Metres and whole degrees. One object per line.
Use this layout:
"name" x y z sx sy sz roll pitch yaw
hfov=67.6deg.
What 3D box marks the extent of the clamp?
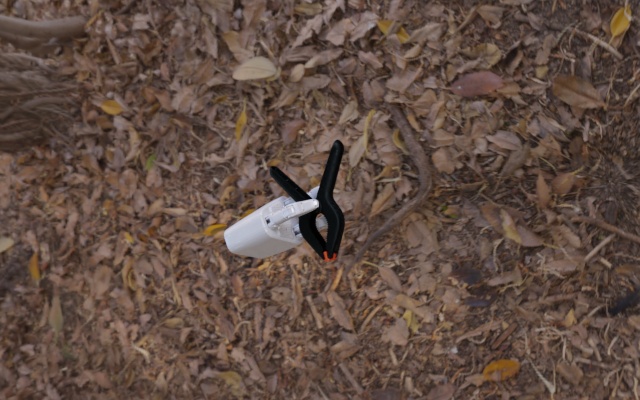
"clamp" 0.000 0.003 0.861 0.164 0.210 0.036 -26 -11 32
